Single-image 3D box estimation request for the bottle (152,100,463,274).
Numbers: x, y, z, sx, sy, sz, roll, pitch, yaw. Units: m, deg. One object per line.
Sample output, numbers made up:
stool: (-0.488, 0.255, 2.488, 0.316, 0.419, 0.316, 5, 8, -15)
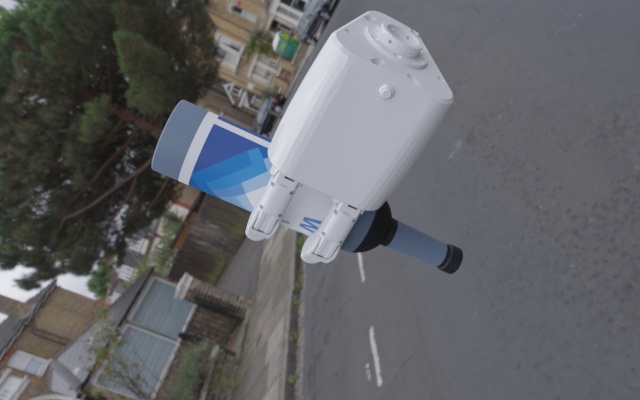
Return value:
bottle: (0.000, 0.001, 0.441, 0.296, 0.069, 0.069, 24, -5, -11)
